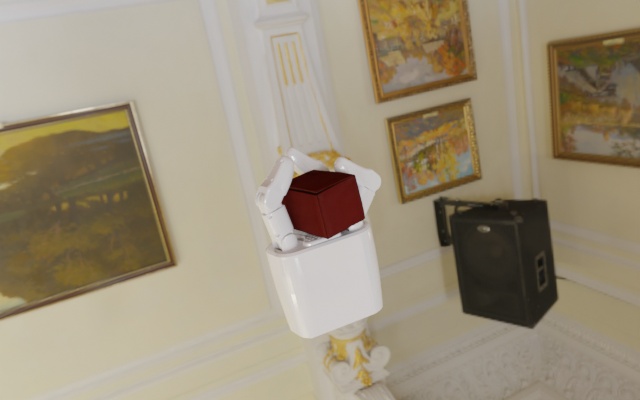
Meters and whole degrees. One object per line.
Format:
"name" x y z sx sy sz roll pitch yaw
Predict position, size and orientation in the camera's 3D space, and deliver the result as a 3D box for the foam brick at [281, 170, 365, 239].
"foam brick" 0.000 0.002 0.505 0.053 0.051 0.078 -25 21 -30
